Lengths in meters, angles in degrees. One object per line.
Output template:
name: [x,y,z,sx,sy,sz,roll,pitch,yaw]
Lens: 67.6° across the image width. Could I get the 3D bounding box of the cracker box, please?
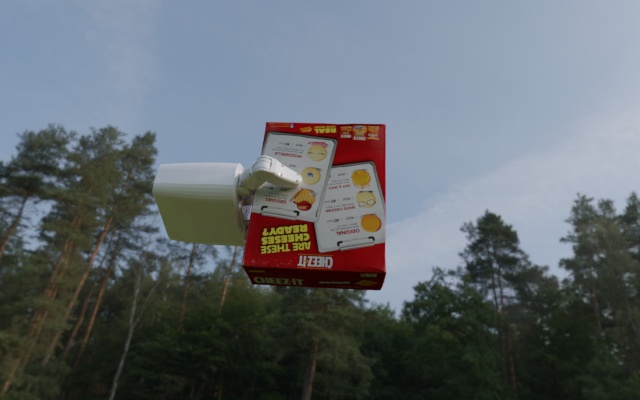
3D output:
cracker box: [0.000,0.002,0.610,0.164,0.213,0.072,2,-31,5]
